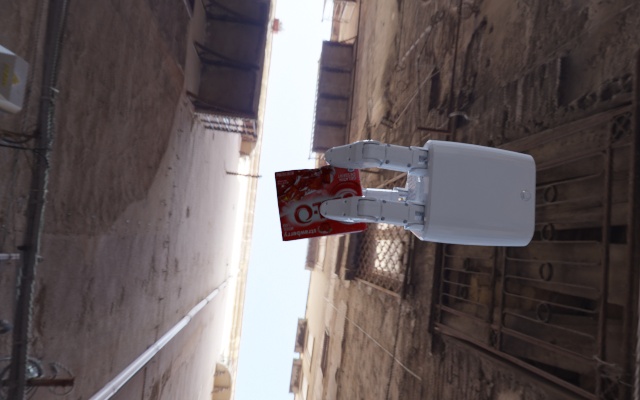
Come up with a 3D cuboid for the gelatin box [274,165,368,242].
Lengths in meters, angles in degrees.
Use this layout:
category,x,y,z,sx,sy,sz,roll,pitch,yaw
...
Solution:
category,x,y,z,sx,sy,sz,roll,pitch,yaw
gelatin box,0.000,0.002,0.498,0.089,0.073,0.030,-7,-6,0
